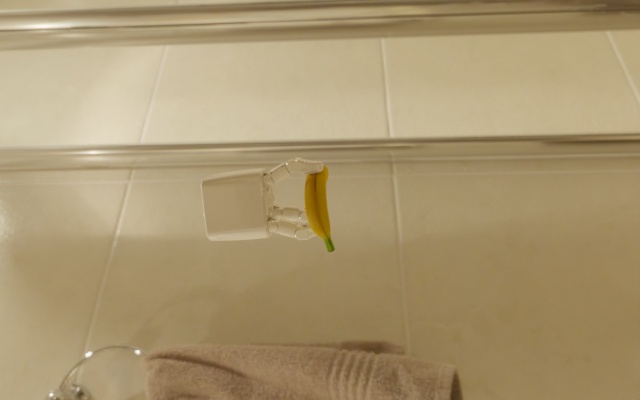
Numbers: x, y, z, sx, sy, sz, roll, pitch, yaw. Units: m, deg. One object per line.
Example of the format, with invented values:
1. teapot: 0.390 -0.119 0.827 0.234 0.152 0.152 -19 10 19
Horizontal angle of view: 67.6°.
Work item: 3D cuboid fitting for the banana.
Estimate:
1. banana: -0.004 -0.008 0.792 0.037 0.197 0.070 -11 -46 9
